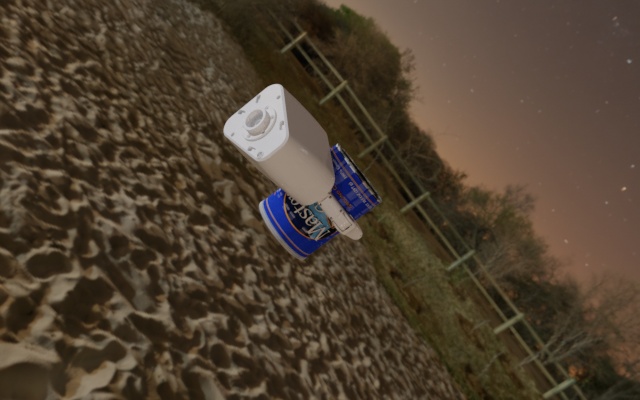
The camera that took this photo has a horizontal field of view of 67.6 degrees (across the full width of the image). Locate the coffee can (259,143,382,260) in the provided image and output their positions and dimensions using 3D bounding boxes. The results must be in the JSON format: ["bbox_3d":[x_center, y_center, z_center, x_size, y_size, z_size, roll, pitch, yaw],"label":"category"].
[{"bbox_3d":[0.000,0.002,0.671,0.140,0.103,0.103,-37,-7,9],"label":"coffee can"}]
